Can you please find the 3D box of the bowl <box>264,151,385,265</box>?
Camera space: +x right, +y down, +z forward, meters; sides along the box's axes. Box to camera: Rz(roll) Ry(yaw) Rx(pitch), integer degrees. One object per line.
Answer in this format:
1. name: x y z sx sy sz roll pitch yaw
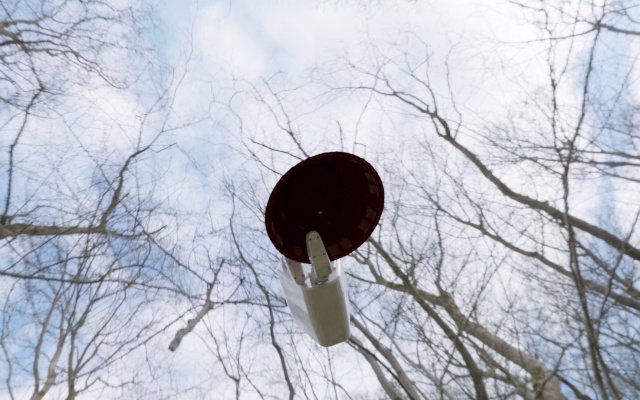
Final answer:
1. bowl: 0.000 0.001 0.625 0.162 0.162 0.055 0 27 -22
